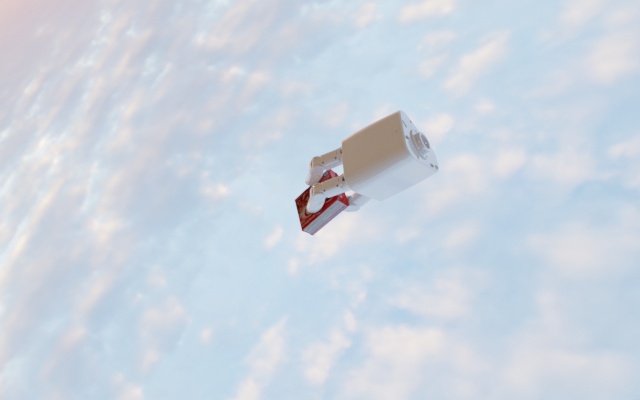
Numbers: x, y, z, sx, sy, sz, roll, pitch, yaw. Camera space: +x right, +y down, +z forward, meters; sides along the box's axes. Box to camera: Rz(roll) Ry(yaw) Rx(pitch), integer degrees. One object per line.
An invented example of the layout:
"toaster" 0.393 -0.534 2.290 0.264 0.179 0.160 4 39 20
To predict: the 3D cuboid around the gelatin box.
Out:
"gelatin box" 0.000 0.003 0.789 0.030 0.073 0.089 29 -59 -37
